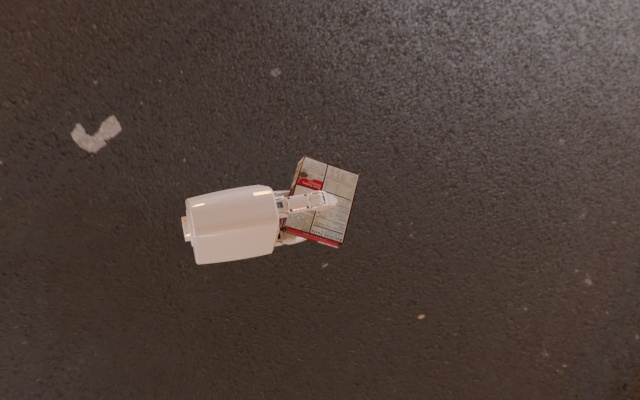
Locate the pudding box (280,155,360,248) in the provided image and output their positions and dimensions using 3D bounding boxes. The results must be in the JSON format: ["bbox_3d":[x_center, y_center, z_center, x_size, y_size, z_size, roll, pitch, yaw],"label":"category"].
[{"bbox_3d":[0.000,0.002,0.682,0.090,0.113,0.039,18,-16,-10],"label":"pudding box"}]
